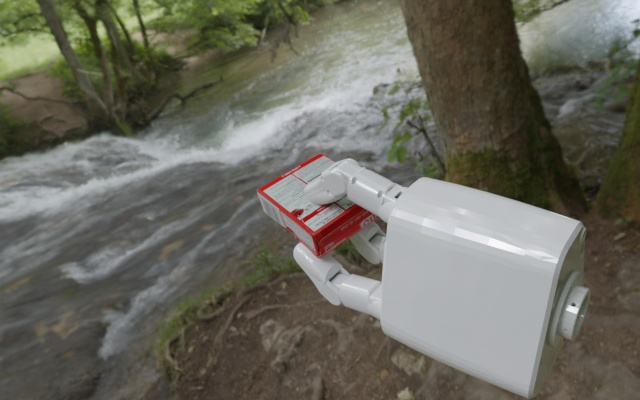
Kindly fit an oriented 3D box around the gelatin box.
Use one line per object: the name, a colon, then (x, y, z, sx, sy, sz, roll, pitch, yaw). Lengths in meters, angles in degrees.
gelatin box: (0.000, 0.001, 0.410, 0.073, 0.030, 0.089, -33, 43, -22)
